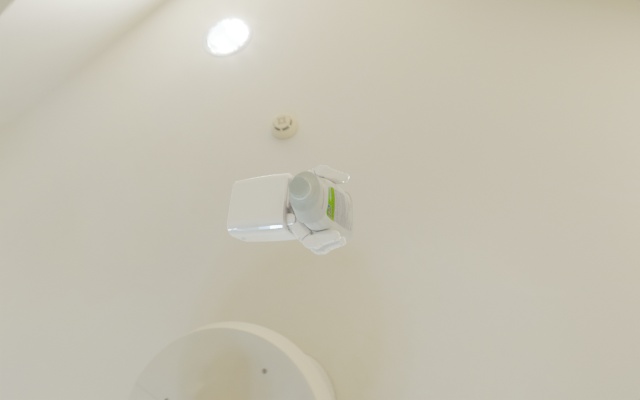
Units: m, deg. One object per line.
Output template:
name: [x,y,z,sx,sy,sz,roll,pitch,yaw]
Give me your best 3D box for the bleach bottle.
bleach bottle: [0.000,0.003,0.794,0.068,0.102,0.251,-7,-16,14]
